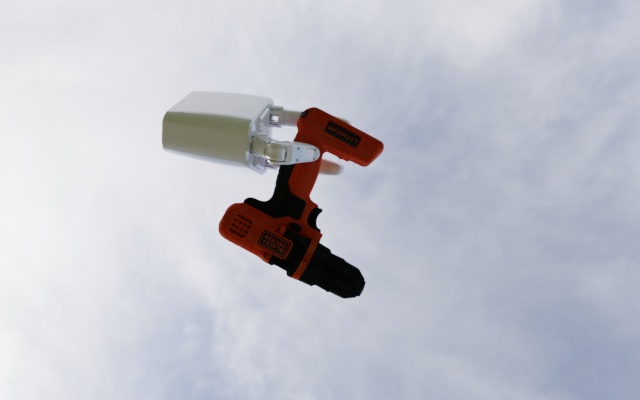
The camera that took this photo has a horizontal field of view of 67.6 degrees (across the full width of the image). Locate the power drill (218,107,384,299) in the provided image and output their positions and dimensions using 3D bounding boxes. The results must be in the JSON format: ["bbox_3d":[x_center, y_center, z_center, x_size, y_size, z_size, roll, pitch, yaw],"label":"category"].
[{"bbox_3d":[0.000,0.001,0.559,0.184,0.187,0.057,28,-6,-6],"label":"power drill"}]
